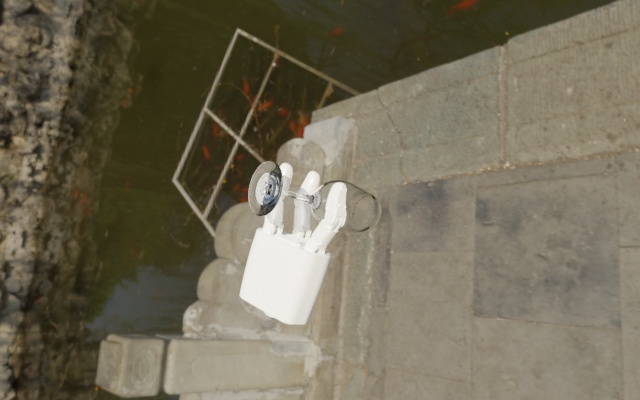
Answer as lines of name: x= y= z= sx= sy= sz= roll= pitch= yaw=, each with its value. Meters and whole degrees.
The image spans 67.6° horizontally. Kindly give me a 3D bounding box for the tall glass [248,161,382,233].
tall glass: x=0.000 y=0.002 z=0.687 sx=0.201 sy=0.079 sz=0.079 roll=13 pitch=-9 yaw=-41
